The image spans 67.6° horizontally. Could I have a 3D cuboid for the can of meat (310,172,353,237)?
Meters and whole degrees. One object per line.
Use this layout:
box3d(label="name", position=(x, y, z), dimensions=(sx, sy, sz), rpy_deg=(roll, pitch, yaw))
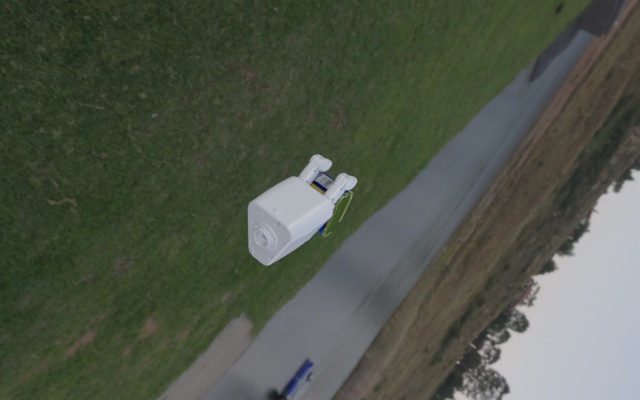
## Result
box3d(label="can of meat", position=(0.000, 0.003, 0.849), dimensions=(0.084, 0.102, 0.057), rpy_deg=(37, 38, 18))
